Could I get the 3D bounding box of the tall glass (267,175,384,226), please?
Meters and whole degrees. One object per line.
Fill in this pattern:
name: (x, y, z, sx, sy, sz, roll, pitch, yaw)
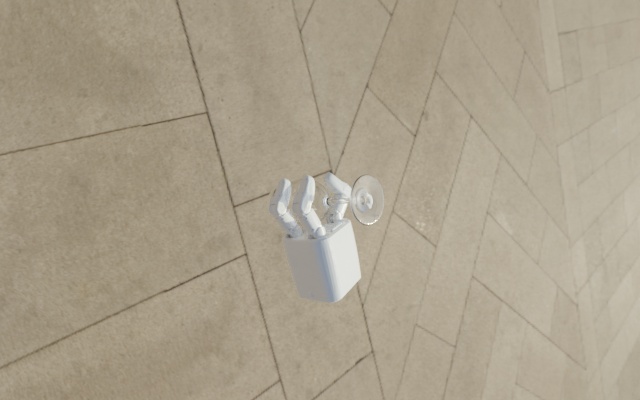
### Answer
tall glass: (0.001, 0.002, 0.762, 0.079, 0.079, 0.201, 0, -1, -44)
